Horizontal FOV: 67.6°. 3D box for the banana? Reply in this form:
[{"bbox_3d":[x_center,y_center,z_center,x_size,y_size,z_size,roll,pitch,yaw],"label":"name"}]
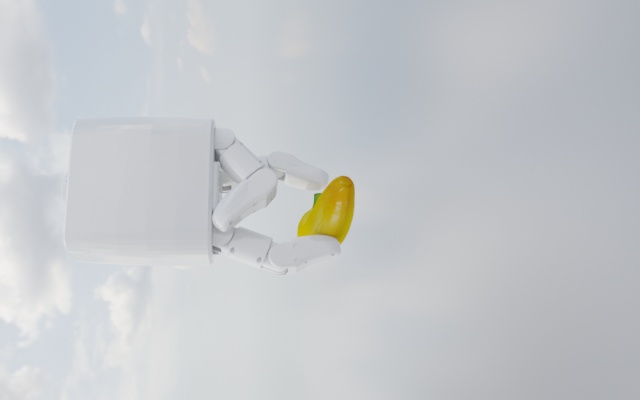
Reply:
[{"bbox_3d":[0.000,0.020,0.451,0.037,0.069,0.198,1,-3,-8],"label":"banana"}]
